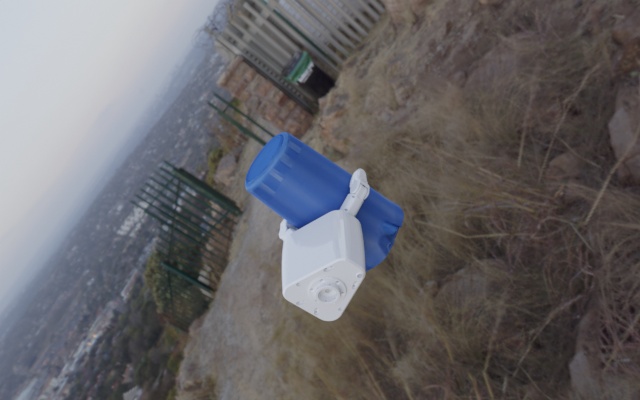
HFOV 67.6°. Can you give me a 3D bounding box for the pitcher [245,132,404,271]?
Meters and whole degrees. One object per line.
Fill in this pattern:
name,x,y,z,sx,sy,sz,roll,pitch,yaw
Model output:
pitcher,0.000,0.003,0.771,0.243,0.149,0.145,35,28,-22
